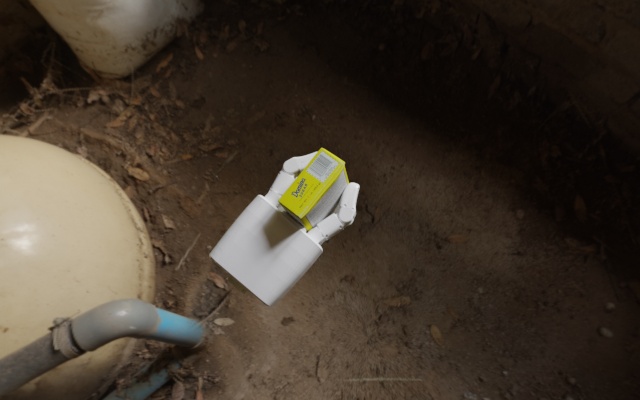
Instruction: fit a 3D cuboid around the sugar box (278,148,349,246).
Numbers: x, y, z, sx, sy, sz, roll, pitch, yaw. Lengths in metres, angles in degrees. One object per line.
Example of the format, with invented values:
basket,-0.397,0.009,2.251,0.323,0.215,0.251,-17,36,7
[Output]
sugar box,0.000,0.002,0.680,0.048,0.093,0.176,37,-9,14
